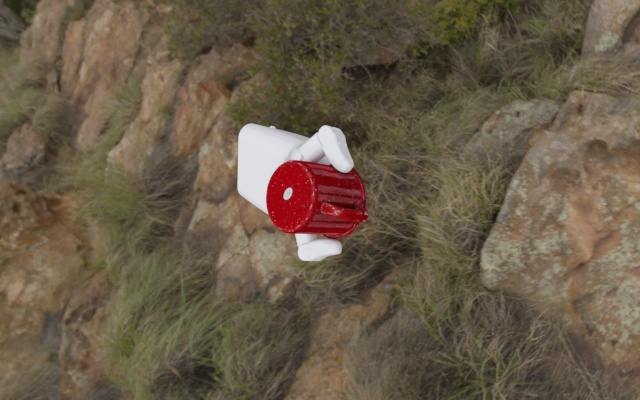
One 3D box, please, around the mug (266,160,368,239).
[{"bbox_3d":[0.001,0.002,0.537,0.081,0.093,0.117,5,15,-47],"label":"mug"}]
